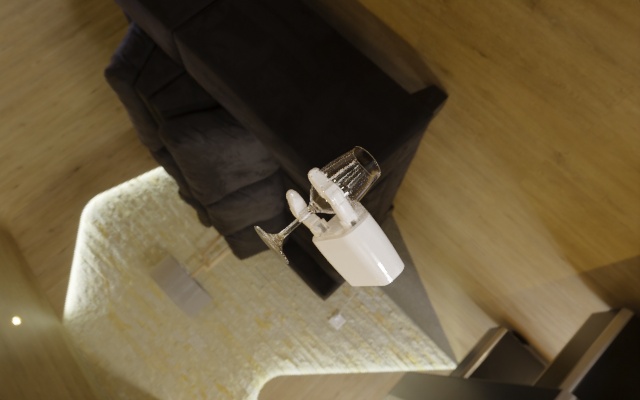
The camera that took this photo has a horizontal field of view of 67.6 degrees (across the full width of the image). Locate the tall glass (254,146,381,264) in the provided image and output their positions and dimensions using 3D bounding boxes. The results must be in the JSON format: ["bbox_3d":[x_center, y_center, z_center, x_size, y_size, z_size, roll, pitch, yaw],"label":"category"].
[{"bbox_3d":[0.000,0.003,0.725,0.201,0.079,0.079,-41,12,-14],"label":"tall glass"}]
